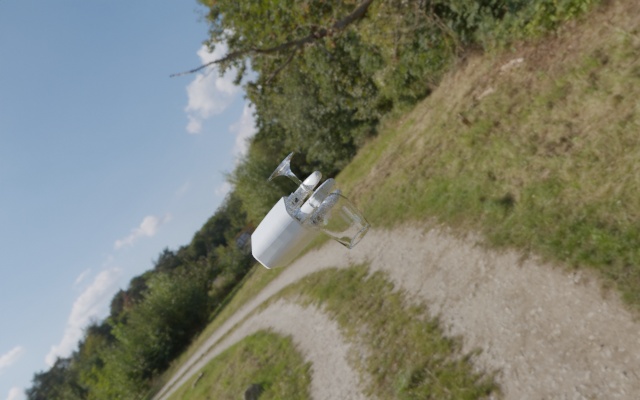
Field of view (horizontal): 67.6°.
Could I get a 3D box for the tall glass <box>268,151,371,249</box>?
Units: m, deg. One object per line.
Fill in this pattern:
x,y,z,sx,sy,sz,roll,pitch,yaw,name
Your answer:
0.000,0.002,0.891,0.201,0.079,0.079,42,-2,-2,tall glass
